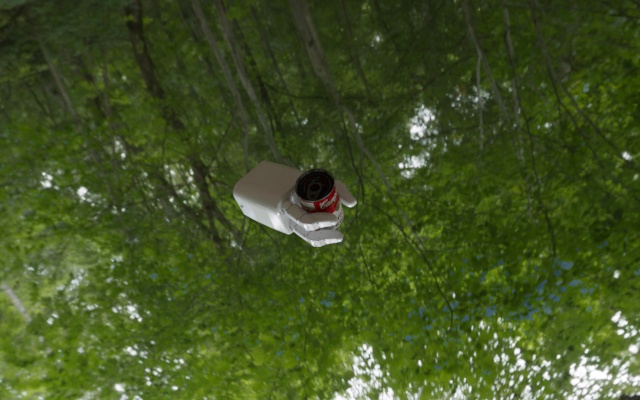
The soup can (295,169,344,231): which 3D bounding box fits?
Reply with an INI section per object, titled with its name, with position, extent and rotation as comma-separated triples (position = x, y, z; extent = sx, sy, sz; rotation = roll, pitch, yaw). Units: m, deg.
[soup can]
position = 0.001, 0.003, 0.830
extent = 0.068, 0.068, 0.102
rotation = 0, -35, 14
